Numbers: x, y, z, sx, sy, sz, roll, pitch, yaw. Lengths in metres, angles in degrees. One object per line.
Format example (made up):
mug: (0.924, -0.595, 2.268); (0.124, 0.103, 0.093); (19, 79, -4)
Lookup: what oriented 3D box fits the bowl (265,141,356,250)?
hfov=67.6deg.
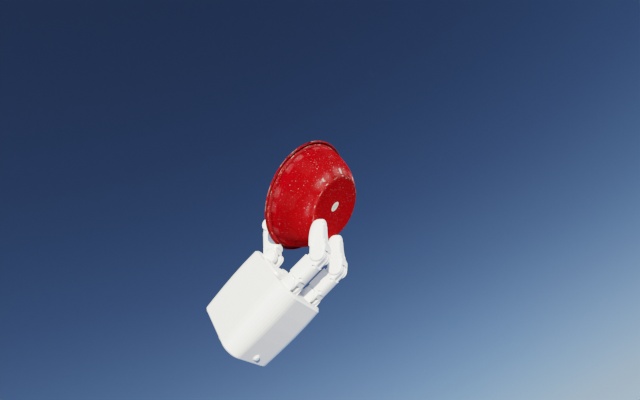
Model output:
bowl: (0.001, 0.001, 0.660); (0.055, 0.162, 0.162); (23, 14, 36)
